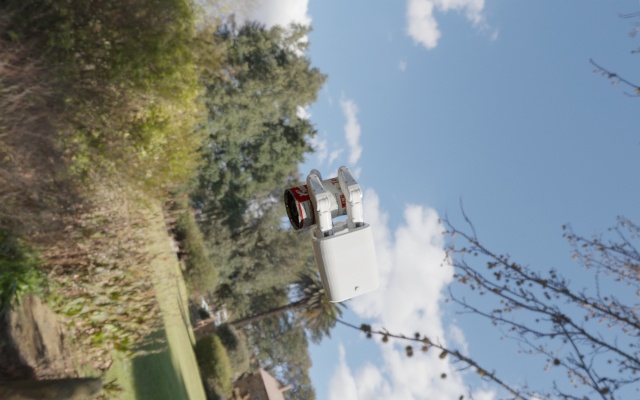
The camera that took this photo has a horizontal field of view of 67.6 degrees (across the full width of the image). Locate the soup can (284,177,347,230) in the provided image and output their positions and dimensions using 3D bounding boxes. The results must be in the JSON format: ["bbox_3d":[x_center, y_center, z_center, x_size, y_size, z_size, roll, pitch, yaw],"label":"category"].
[{"bbox_3d":[0.000,0.002,0.775,0.102,0.068,0.068,-15,5,-19],"label":"soup can"}]
